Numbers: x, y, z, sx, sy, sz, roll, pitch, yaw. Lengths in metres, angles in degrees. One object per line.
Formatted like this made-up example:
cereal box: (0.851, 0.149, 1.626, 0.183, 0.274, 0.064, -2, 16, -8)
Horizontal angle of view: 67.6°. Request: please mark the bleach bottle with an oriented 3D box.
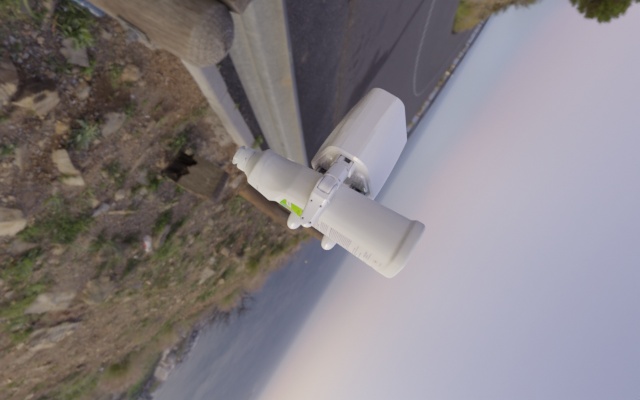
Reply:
bleach bottle: (0.000, 0.002, 0.599, 0.251, 0.068, 0.103, 31, -17, 7)
